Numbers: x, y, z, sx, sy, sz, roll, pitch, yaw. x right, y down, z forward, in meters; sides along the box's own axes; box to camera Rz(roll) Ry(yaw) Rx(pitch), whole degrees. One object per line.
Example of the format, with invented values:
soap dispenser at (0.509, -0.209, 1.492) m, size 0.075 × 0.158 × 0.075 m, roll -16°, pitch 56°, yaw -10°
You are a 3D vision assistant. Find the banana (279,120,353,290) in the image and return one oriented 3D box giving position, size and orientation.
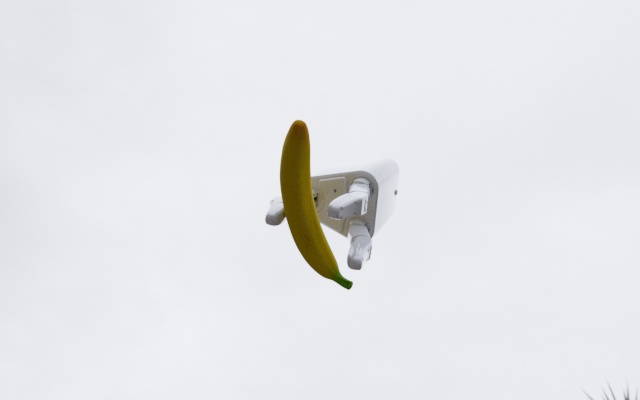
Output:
banana at (-0.014, 0.008, 0.552) m, size 0.069 × 0.198 × 0.037 m, roll -12°, pitch 9°, yaw 37°
